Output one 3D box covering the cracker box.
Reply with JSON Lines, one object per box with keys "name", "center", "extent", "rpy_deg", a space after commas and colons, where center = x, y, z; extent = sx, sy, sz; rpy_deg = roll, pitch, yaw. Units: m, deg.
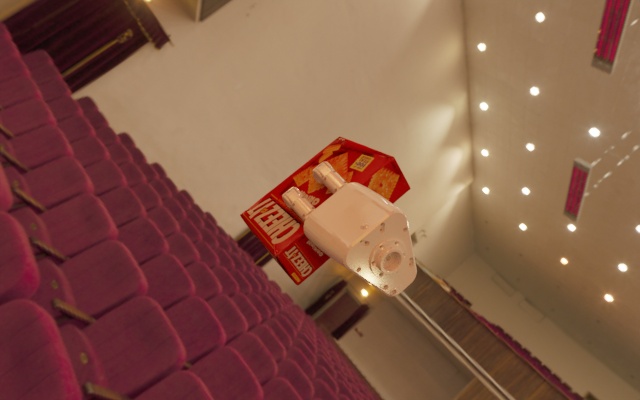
{"name": "cracker box", "center": [0.000, 0.002, 0.717], "extent": [0.213, 0.072, 0.164], "rpy_deg": [-39, 30, -10]}
